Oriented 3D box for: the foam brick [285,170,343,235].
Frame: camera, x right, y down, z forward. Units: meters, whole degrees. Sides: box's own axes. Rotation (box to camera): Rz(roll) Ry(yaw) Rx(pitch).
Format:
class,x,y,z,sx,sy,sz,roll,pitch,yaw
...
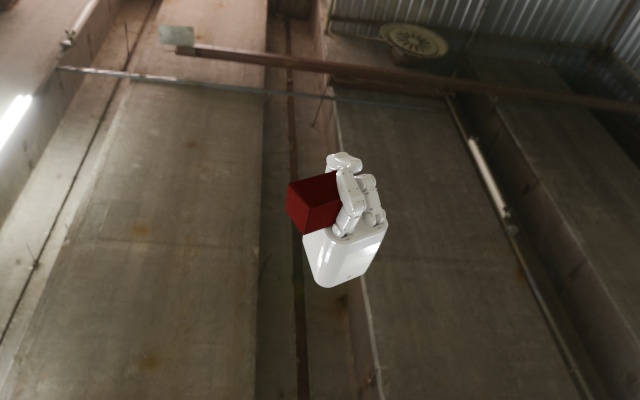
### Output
class,x,y,z,sx,sy,sz,roll,pitch,yaw
foam brick,0.000,0.002,0.624,0.078,0.051,0.053,-16,52,-30
